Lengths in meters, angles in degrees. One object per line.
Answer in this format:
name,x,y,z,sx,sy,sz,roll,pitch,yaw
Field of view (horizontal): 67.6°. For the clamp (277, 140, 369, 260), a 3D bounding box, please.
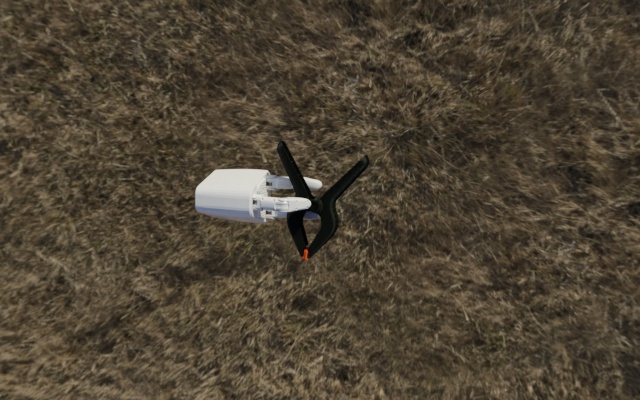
clamp,0.000,0.003,0.840,0.164,0.210,0.036,4,8,15
